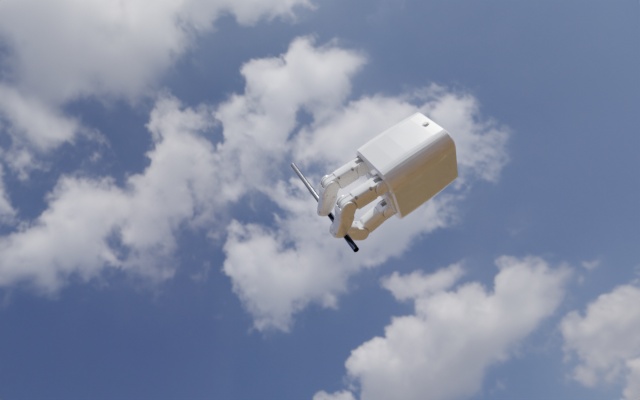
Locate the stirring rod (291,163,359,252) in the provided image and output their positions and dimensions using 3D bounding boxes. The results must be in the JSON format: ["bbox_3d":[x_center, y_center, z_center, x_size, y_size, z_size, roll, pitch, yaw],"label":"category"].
[{"bbox_3d":[0.000,0.002,0.708,0.011,0.011,0.239,0,31,-27],"label":"stirring rod"}]
